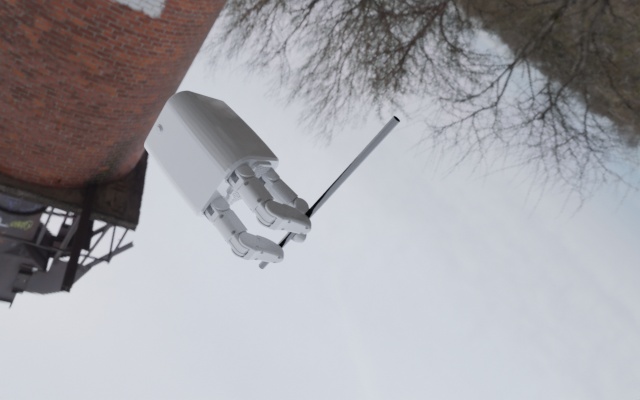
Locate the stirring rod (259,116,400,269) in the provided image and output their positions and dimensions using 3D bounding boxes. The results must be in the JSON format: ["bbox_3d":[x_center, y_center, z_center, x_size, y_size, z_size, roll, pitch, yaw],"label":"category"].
[{"bbox_3d":[0.000,0.001,0.495,0.011,0.011,0.240,0,-39,-47],"label":"stirring rod"}]
